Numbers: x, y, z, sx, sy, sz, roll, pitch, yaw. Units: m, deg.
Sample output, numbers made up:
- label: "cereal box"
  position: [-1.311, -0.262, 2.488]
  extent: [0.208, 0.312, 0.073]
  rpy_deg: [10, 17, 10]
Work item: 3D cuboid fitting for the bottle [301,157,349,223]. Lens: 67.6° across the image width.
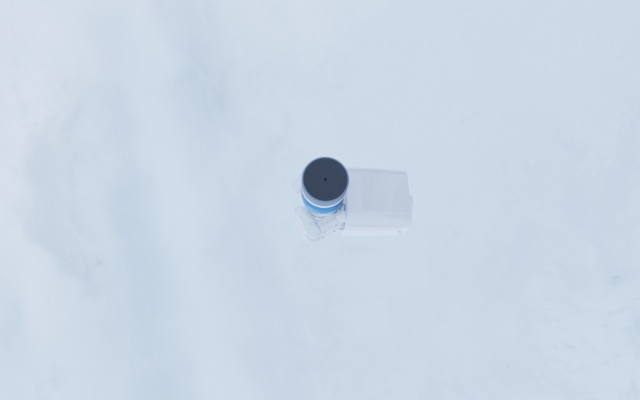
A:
- label: "bottle"
  position: [0.000, 0.003, 0.802]
  extent: [0.069, 0.069, 0.296]
  rpy_deg: [0, -13, -3]
